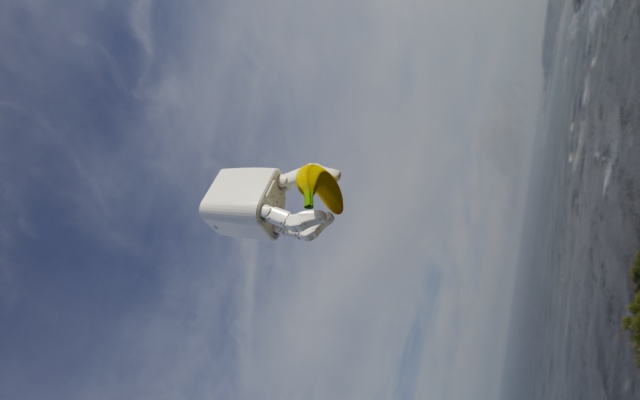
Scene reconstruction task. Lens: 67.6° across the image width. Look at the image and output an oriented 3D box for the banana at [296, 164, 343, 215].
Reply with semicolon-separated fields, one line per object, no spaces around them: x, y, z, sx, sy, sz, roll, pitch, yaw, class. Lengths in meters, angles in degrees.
-0.001;-0.017;0.706;0.037;0.069;0.198;-2;-4;16;banana
